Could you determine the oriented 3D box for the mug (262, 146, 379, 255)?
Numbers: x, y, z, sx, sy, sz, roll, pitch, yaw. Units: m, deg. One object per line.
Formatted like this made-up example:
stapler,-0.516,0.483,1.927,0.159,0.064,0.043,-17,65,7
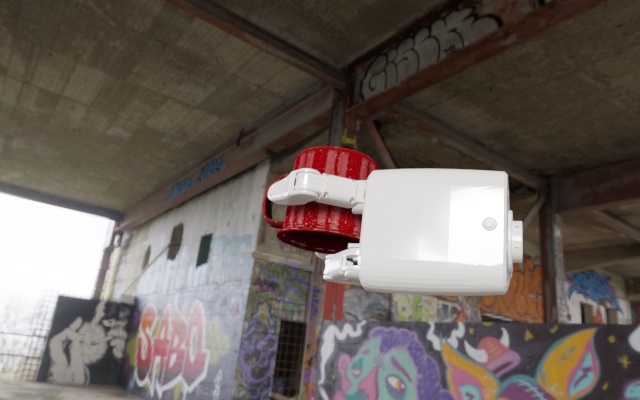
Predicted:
mug,-0.001,0.001,0.452,0.117,0.081,0.093,1,-19,23
